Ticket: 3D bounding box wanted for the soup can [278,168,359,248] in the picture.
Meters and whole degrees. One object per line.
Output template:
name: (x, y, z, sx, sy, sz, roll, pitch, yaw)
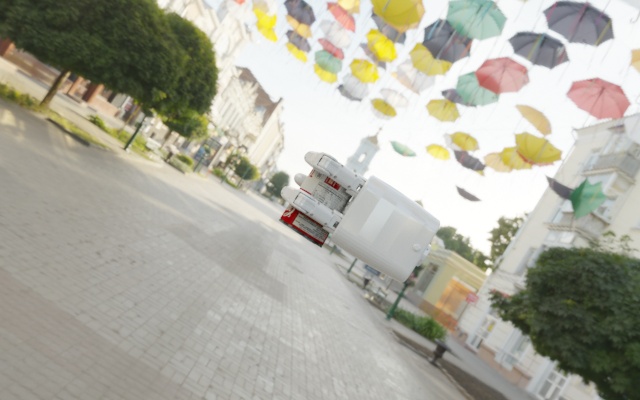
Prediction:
soup can: (0.000, 0.002, 0.633, 0.068, 0.102, 0.068, 33, -3, 2)
